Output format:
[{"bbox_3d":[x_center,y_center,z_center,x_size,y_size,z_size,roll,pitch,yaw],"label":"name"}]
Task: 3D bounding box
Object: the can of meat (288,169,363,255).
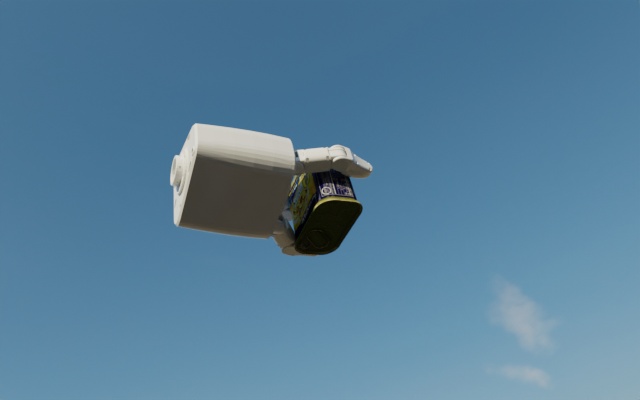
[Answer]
[{"bbox_3d":[0.000,0.002,0.571,0.057,0.084,0.102,5,-43,-23],"label":"can of meat"}]
